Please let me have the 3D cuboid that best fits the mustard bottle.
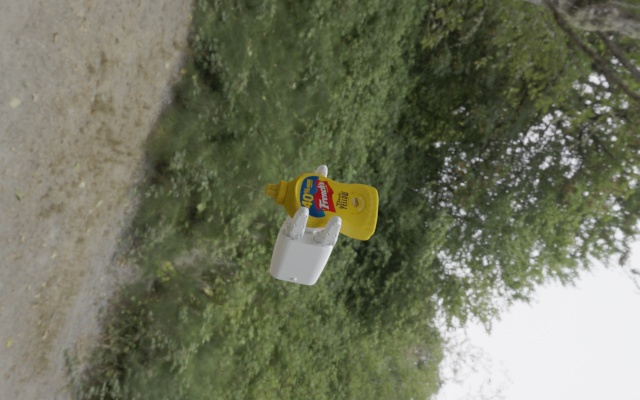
[{"bbox_3d":[0.000,0.003,0.816,0.191,0.096,0.058,13,-28,-9],"label":"mustard bottle"}]
